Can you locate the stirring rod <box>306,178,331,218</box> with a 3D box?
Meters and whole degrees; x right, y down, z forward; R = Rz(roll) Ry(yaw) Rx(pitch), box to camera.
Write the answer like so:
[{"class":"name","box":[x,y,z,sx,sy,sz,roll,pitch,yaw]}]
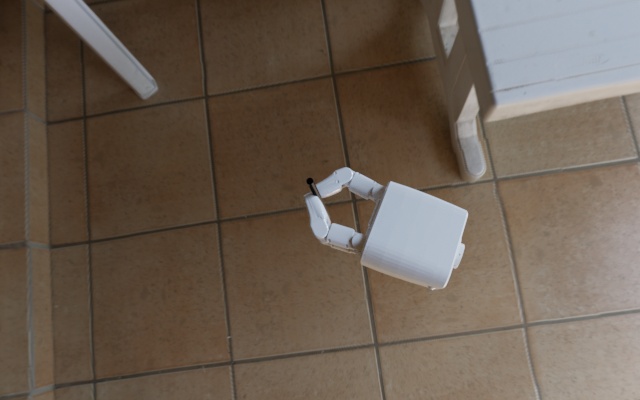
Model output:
[{"class":"stirring rod","box":[0.000,0.002,0.646,0.011,0.011,0.239,0,-11,6]}]
